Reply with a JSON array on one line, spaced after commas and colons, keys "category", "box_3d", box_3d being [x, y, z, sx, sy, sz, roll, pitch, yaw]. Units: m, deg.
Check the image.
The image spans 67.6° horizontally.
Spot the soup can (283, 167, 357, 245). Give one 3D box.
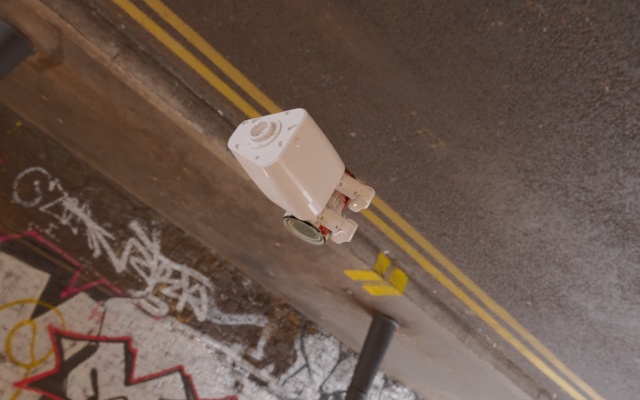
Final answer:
[{"category": "soup can", "box_3d": [0.000, 0.003, 0.665, 0.068, 0.102, 0.068, 25, -24, 12]}]
